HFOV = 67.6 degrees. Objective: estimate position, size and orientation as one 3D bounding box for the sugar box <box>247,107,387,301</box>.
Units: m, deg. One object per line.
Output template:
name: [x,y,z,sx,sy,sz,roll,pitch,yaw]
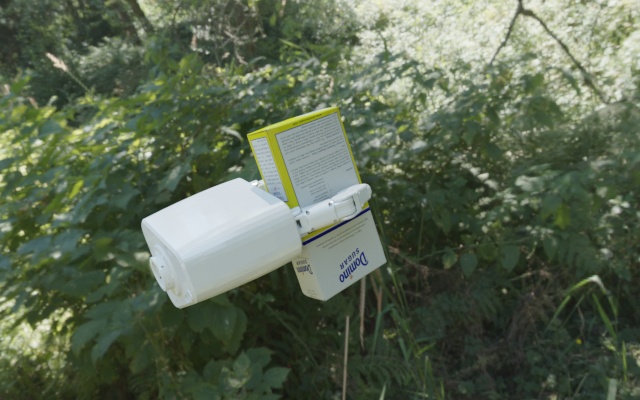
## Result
sugar box: [0.000,0.002,0.486,0.093,0.176,0.048,-25,16,-33]
